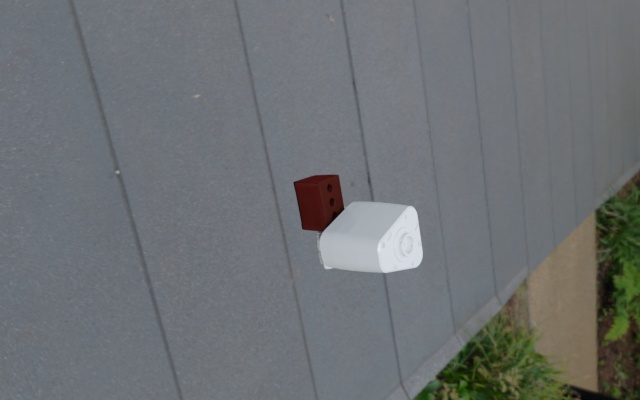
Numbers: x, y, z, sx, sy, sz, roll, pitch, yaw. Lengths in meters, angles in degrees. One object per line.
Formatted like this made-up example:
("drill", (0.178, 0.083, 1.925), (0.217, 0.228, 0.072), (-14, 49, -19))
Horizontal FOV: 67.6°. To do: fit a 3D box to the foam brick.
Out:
("foam brick", (0.000, 0.002, 0.733), (0.051, 0.078, 0.053), (1, 17, 41))
